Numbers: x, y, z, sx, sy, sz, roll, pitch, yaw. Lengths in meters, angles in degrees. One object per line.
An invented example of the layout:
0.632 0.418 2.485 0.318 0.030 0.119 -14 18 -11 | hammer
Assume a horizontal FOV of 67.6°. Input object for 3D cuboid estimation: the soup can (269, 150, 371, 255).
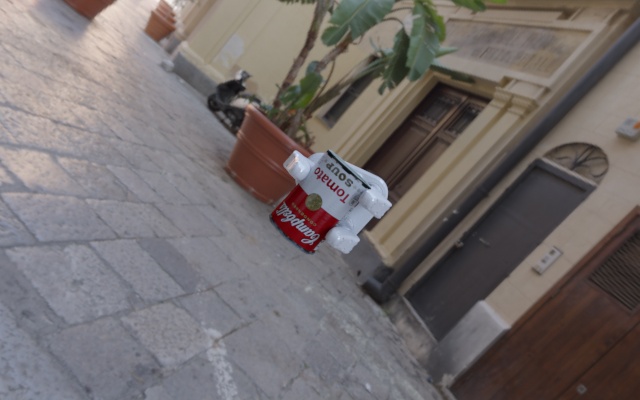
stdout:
0.000 0.001 0.539 0.068 0.102 0.068 41 8 -7 | soup can
